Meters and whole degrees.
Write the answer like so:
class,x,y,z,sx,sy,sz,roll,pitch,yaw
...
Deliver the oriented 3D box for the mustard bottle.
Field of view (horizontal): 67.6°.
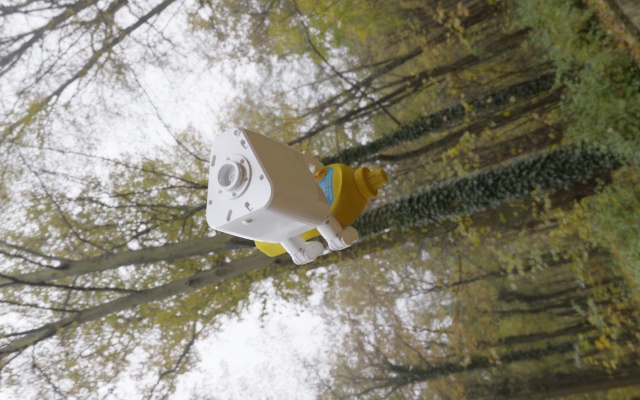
class,x,y,z,sx,sy,sz,roll,pitch,yaw
mustard bottle,0.000,0.002,0.630,0.192,0.096,0.058,-23,-47,26
